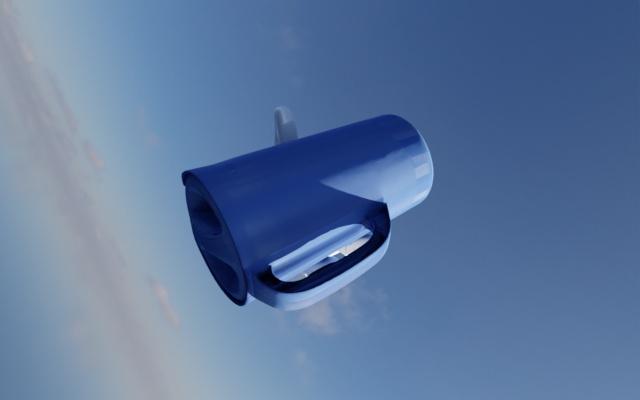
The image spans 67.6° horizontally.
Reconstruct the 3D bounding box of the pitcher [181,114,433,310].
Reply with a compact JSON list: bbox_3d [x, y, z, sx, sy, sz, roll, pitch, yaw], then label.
[{"bbox_3d":[0.000,0.002,0.479,0.243,0.149,0.145,-23,0,-26],"label":"pitcher"}]
